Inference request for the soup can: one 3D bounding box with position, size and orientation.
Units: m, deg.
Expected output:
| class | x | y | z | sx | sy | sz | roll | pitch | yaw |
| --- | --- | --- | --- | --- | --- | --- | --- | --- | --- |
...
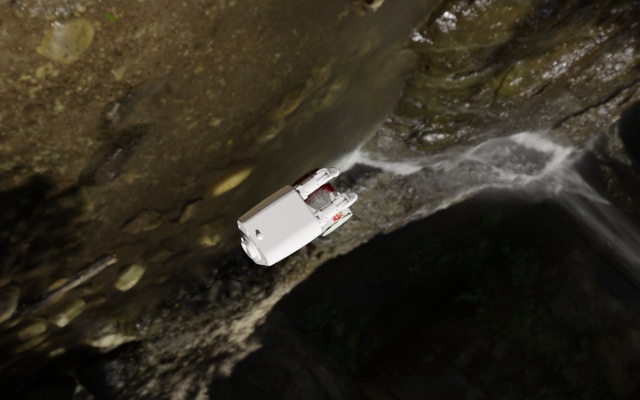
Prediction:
| class | x | y | z | sx | sy | sz | roll | pitch | yaw |
| --- | --- | --- | --- | --- | --- | --- | --- | --- | --- |
| soup can | 0.001 | 0.003 | 0.847 | 0.068 | 0.102 | 0.068 | -36 | -9 | -6 |
